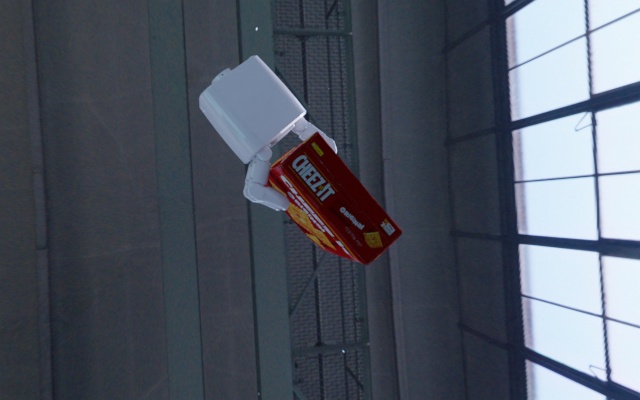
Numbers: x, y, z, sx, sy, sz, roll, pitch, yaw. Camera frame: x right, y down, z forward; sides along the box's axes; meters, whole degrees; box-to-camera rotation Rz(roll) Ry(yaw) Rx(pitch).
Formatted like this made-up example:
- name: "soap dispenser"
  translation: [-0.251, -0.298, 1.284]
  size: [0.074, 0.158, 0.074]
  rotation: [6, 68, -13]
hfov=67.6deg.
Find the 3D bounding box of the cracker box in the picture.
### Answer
- name: "cracker box"
  translation: [0.000, 0.002, 0.666]
  size: [0.072, 0.164, 0.213]
  rotation: [-43, 9, -11]
